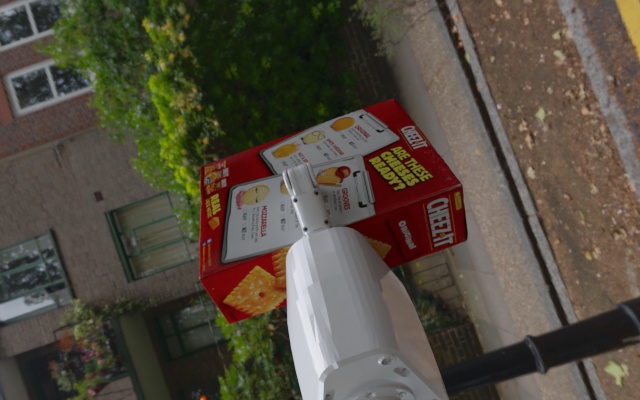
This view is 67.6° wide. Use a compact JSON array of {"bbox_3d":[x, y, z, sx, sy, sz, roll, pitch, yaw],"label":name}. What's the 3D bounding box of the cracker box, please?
[{"bbox_3d":[0.000,0.001,0.441,0.214,0.072,0.164,-19,38,1],"label":"cracker box"}]
